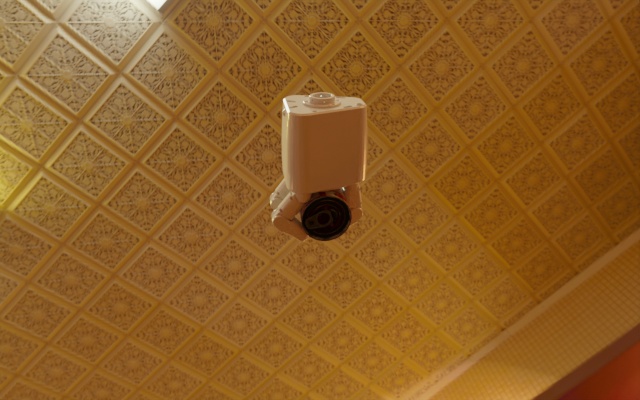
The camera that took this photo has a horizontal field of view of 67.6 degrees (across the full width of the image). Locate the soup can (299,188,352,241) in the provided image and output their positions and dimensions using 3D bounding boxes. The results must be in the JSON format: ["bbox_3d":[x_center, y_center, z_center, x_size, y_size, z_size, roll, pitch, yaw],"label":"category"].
[{"bbox_3d":[0.000,0.003,0.676,0.068,0.068,0.102,0,27,-10],"label":"soup can"}]
